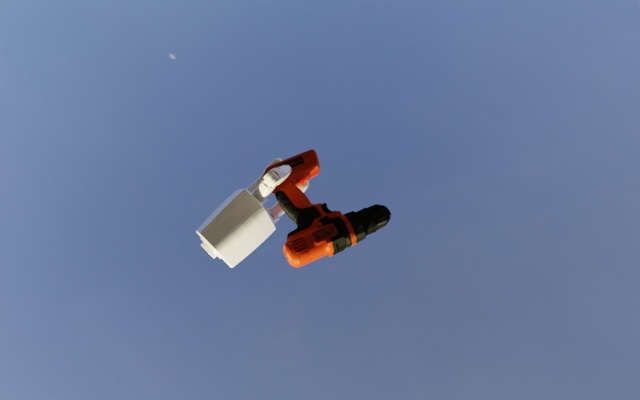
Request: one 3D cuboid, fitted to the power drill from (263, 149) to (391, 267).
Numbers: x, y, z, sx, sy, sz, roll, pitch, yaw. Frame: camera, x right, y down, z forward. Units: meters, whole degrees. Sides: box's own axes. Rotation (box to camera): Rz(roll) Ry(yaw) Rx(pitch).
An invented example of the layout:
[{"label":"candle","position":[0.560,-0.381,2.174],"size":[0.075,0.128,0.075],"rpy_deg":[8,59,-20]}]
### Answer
[{"label":"power drill","position":[0.000,0.002,0.797],"size":[0.184,0.187,0.057],"rpy_deg":[-22,-33,-14]}]
